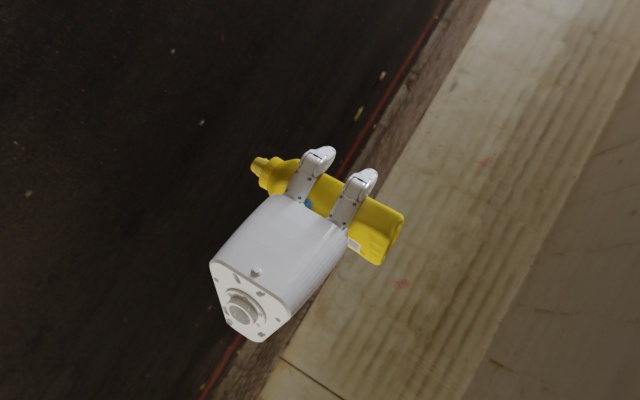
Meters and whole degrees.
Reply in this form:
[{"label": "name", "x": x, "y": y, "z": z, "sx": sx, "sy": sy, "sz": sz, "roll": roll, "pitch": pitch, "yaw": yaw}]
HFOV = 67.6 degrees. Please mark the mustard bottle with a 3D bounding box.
[{"label": "mustard bottle", "x": 0.000, "y": 0.002, "z": 0.559, "sx": 0.191, "sy": 0.058, "sz": 0.096, "roll": 30, "pitch": -17, "yaw": 13}]
